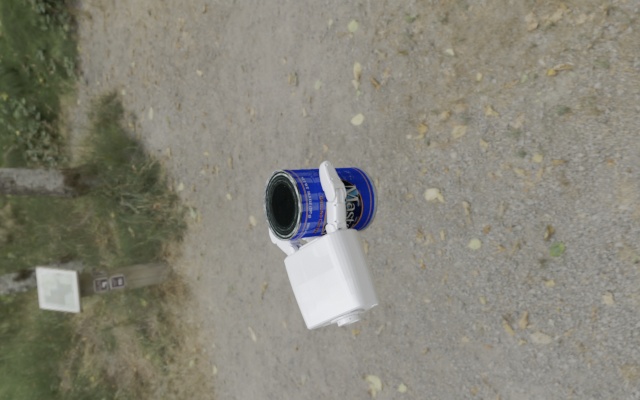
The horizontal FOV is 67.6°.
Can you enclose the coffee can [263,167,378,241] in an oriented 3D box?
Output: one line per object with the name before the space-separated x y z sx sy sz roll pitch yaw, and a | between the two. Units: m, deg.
coffee can | 0.000 0.002 0.716 0.140 0.103 0.103 -5 3 -36
